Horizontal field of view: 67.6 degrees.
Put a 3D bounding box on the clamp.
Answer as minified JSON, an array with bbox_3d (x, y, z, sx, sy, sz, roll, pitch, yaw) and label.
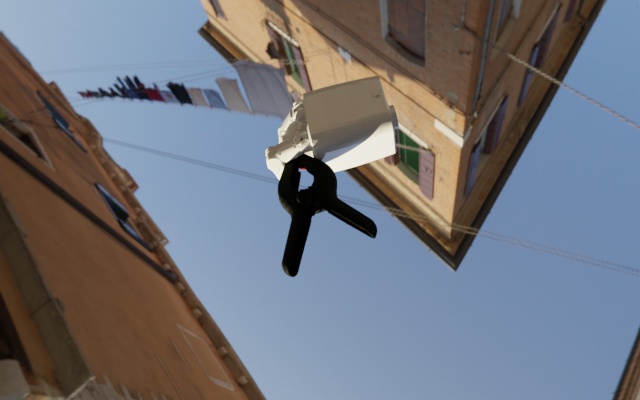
[{"bbox_3d":[0.000,0.002,0.592,0.120,0.171,0.039,-16,-32,9],"label":"clamp"}]
